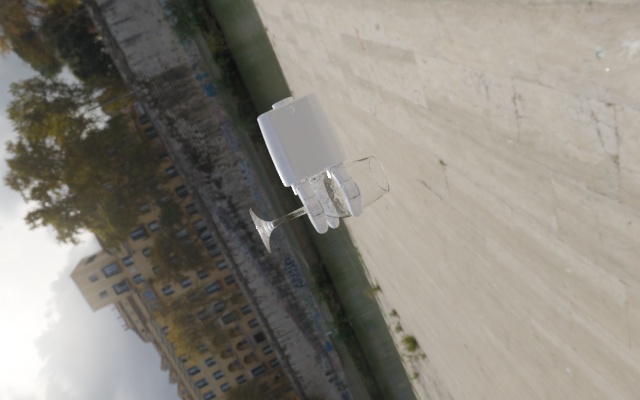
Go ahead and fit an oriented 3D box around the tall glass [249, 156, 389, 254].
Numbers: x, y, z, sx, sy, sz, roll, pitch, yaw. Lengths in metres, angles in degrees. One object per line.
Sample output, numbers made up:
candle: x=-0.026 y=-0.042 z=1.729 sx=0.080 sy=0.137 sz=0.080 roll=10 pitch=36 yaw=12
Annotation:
tall glass: x=0.000 y=0.003 z=0.710 sx=0.201 sy=0.079 sz=0.079 roll=-25 pitch=3 yaw=-6
